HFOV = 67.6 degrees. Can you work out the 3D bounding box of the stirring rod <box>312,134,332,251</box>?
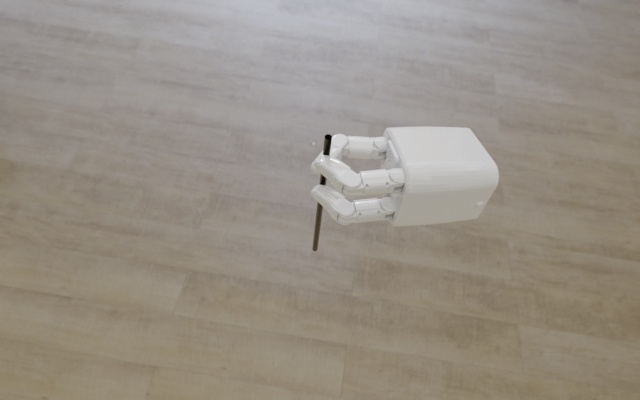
[{"bbox_3d":[0.000,0.002,0.602,0.011,0.011,0.240,0,-35,-5],"label":"stirring rod"}]
